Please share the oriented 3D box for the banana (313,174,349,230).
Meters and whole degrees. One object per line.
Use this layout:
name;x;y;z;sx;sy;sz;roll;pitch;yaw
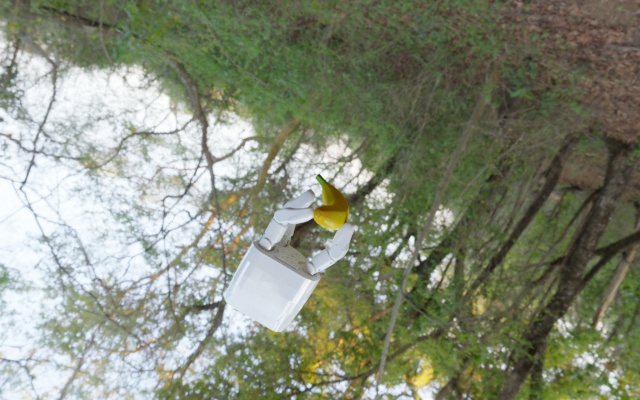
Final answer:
banana;0.015;0.012;0.745;0.069;0.037;0.197;34;13;-10
